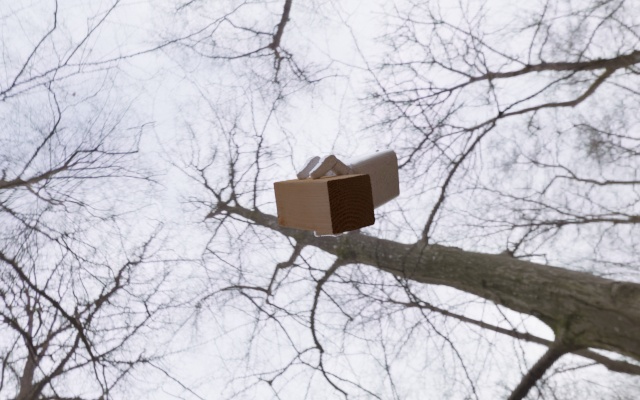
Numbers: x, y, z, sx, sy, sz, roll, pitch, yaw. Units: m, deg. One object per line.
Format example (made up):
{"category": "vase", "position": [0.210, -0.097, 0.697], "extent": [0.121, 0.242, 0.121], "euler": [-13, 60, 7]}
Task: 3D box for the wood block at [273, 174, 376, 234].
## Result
{"category": "wood block", "position": [0.000, 0.003, 0.880], "extent": [0.090, 0.091, 0.206], "euler": [-11, 6, -30]}
